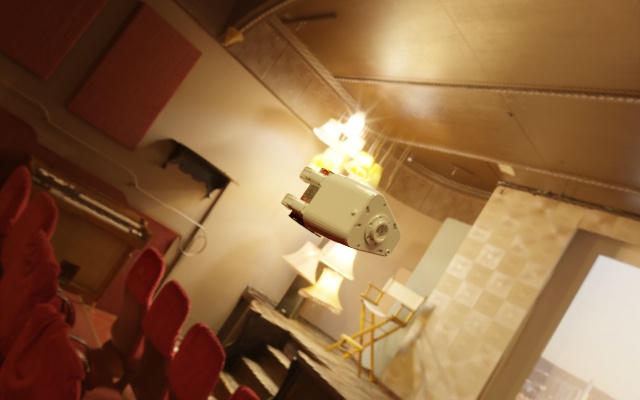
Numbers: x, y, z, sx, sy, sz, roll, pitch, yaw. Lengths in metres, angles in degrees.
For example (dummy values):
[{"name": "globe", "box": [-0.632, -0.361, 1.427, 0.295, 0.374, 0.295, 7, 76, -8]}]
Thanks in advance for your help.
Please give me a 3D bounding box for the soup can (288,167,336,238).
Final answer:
[{"name": "soup can", "box": [0.000, 0.002, 0.820, 0.068, 0.102, 0.068, 33, -7, 5]}]
